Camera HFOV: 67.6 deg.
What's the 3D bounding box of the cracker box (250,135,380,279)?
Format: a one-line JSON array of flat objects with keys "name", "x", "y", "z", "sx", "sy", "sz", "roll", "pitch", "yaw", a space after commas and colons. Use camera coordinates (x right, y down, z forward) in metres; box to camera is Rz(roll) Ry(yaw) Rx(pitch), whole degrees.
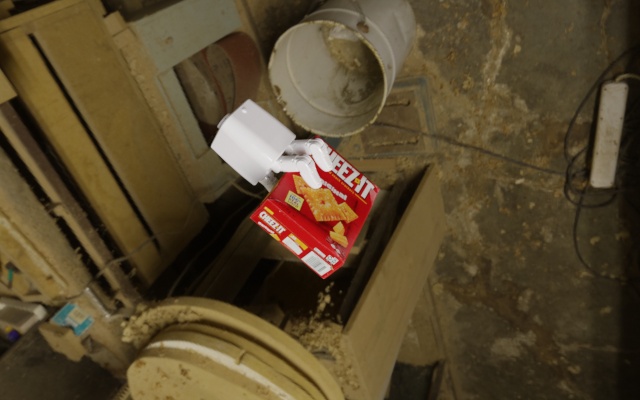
[{"name": "cracker box", "x": 0.000, "y": 0.003, "z": 0.839, "sx": 0.072, "sy": 0.164, "sz": 0.213, "roll": -42, "pitch": 11, "yaw": 43}]
